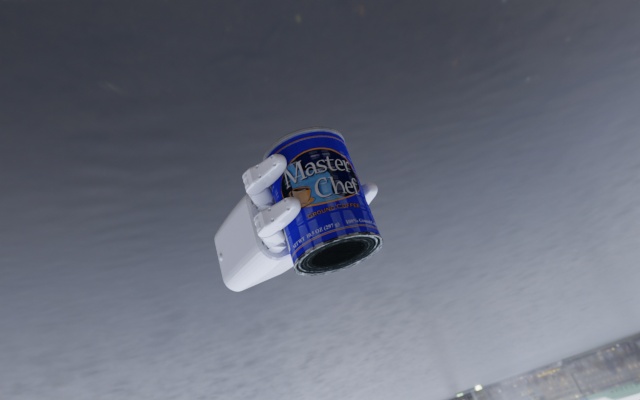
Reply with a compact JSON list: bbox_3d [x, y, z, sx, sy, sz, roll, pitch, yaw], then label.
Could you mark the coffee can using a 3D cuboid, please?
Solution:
[{"bbox_3d":[0.000,0.002,0.549,0.103,0.140,0.103,-15,-26,-8],"label":"coffee can"}]
